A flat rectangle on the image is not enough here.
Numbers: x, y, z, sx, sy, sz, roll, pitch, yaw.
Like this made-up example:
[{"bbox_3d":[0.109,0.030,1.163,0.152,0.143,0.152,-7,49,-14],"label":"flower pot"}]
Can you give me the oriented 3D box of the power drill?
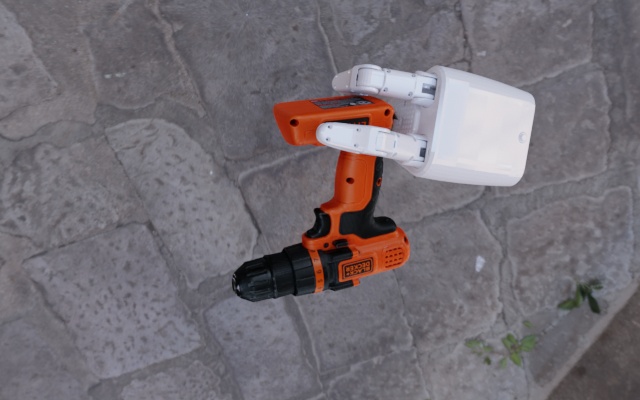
[{"bbox_3d":[0.000,0.001,0.449,0.184,0.188,0.057,-12,28,-20],"label":"power drill"}]
